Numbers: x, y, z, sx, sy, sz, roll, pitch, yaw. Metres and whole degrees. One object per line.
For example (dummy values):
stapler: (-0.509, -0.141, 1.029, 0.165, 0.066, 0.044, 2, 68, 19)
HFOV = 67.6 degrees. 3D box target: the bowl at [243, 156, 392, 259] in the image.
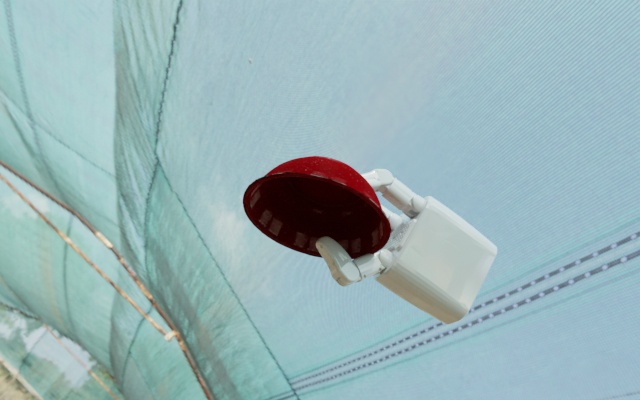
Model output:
bowl: (-0.001, 0.001, 0.521, 0.162, 0.055, 0.162, 11, -33, 7)
